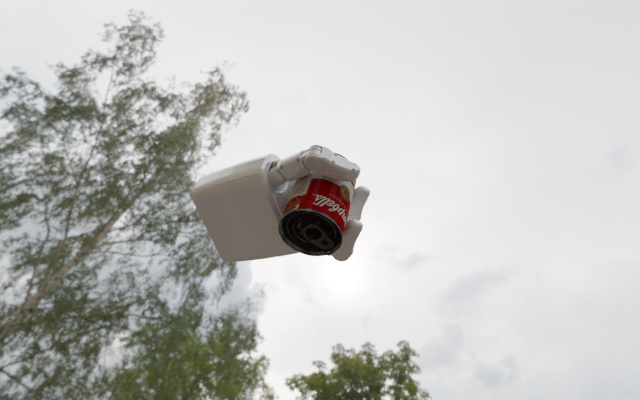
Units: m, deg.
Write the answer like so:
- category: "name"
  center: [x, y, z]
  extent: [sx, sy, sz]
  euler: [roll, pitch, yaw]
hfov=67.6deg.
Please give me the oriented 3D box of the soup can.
- category: "soup can"
  center: [0.001, 0.001, 0.527]
  extent: [0.068, 0.069, 0.102]
  euler: [0, 41, 17]
